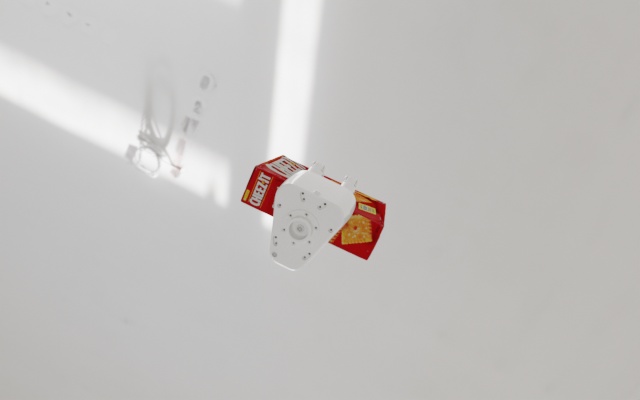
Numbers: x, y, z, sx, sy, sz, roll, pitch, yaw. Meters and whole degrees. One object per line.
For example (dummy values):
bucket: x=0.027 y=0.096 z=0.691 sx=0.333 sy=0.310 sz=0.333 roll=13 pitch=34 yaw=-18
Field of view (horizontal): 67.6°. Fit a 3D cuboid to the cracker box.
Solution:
cracker box: x=0.000 y=0.003 z=0.785 sx=0.213 sy=0.072 sz=0.164 roll=26 pitch=14 yaw=4
